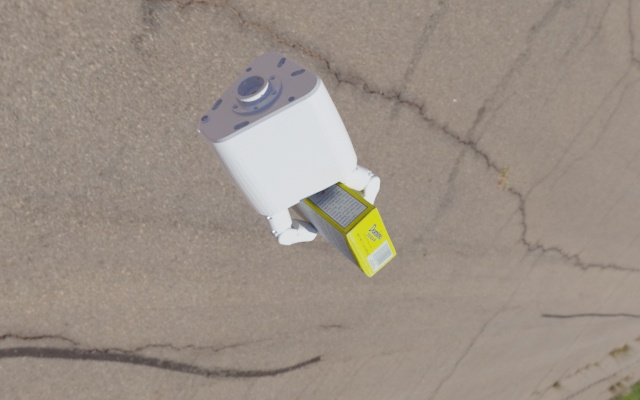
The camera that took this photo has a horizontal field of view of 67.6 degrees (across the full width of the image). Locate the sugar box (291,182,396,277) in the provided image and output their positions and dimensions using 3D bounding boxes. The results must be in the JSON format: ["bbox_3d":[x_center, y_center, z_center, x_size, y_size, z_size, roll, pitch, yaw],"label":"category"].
[{"bbox_3d":[0.001,0.001,0.525,0.176,0.048,0.093,42,-12,39],"label":"sugar box"}]
